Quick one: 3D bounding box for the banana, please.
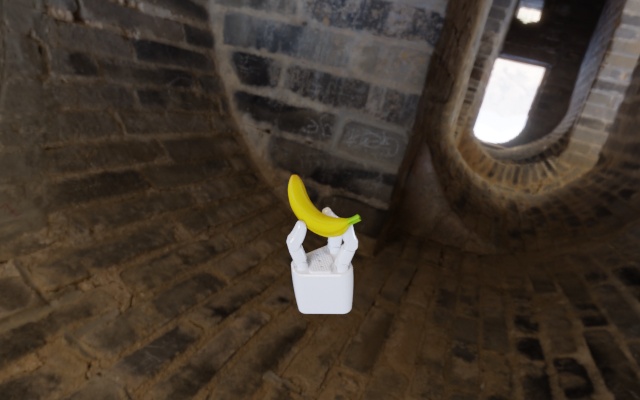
[{"bbox_3d":[-0.011,0.017,0.875,0.197,0.069,0.037,34,-18,41],"label":"banana"}]
